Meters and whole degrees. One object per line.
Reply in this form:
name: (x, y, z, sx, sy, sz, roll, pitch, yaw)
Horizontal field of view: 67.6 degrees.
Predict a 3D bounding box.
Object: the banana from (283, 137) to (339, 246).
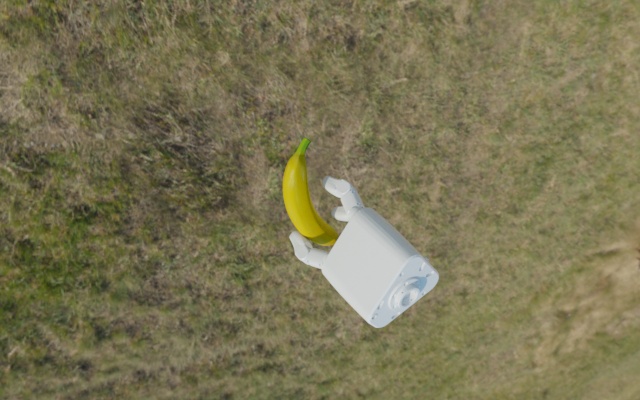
banana: (-0.015, 0.009, 0.687, 0.069, 0.198, 0.037, -33, 43, -20)
